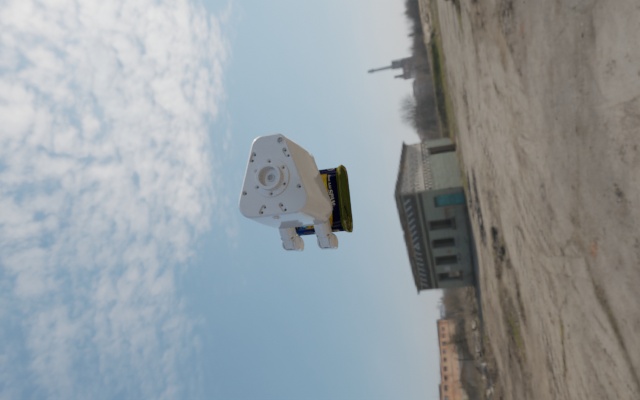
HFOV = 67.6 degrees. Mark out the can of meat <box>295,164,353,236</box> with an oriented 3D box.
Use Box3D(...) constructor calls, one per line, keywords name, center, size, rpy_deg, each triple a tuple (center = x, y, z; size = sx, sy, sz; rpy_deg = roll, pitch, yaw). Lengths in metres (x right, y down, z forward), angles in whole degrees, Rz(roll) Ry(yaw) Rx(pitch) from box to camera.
Box3D(name="can of meat", center=(0.000, 0.002, 0.727), size=(0.084, 0.102, 0.057), rpy_deg=(-7, -6, 14))
